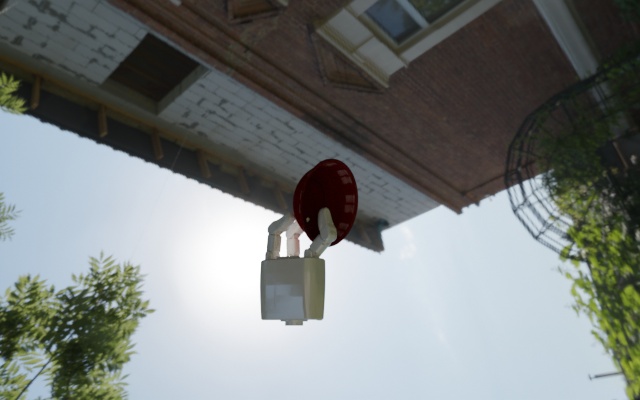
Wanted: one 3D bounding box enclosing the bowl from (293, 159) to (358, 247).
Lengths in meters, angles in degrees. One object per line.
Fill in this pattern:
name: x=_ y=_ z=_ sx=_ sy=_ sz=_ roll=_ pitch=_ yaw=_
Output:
bowl: x=0.000 y=0.002 z=0.878 sx=0.055 sy=0.162 sz=0.162 roll=7 pitch=5 yaw=42
